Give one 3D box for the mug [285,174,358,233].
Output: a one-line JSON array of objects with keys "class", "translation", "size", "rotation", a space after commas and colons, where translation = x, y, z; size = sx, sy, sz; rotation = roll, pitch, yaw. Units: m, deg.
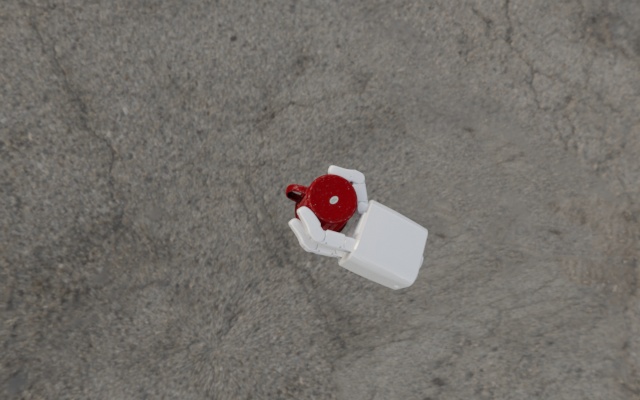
[{"class": "mug", "translation": [-0.001, 0.002, 0.765], "size": [0.117, 0.093, 0.081], "rotation": [25, -20, -5]}]
